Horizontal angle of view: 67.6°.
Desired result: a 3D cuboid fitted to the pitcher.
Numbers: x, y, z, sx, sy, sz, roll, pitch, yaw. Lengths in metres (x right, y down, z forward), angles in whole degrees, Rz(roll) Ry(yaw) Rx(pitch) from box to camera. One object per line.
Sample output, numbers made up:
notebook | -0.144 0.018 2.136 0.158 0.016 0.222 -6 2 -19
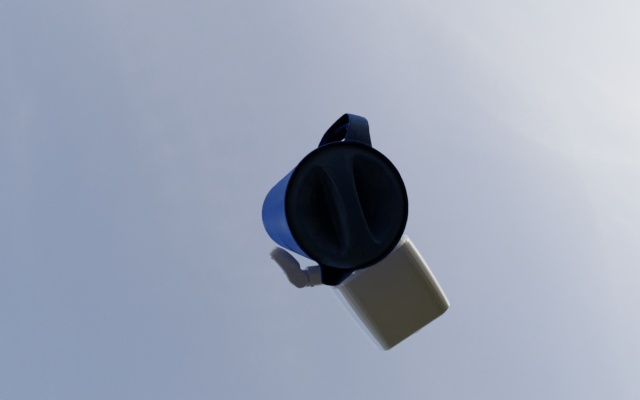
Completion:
pitcher | 0.000 0.002 0.593 0.149 0.145 0.243 -36 7 -15
